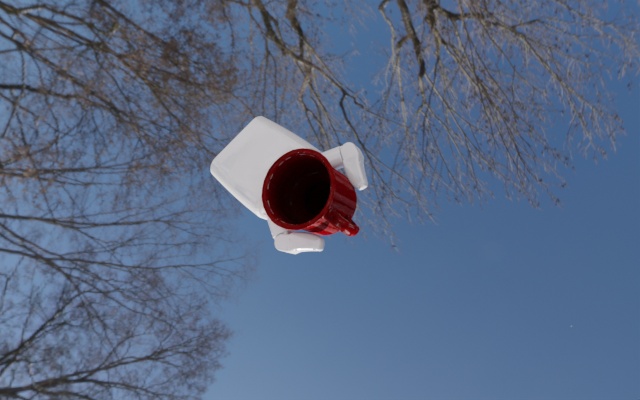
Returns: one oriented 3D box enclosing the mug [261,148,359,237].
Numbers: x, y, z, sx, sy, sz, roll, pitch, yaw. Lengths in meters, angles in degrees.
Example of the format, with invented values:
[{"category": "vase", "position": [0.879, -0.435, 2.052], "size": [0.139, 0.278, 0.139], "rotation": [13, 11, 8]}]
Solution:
[{"category": "mug", "position": [0.001, 0.003, 0.553], "size": [0.117, 0.093, 0.081], "rotation": [38, 6, 29]}]
